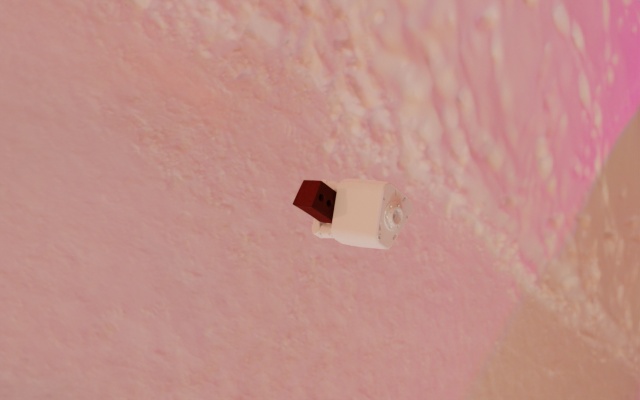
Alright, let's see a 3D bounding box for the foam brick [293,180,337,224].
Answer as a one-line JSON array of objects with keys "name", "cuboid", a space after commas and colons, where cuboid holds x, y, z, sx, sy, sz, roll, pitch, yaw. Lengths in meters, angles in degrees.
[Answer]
[{"name": "foam brick", "cuboid": [0.000, 0.003, 0.869, 0.051, 0.053, 0.078, 6, -22, 48]}]
